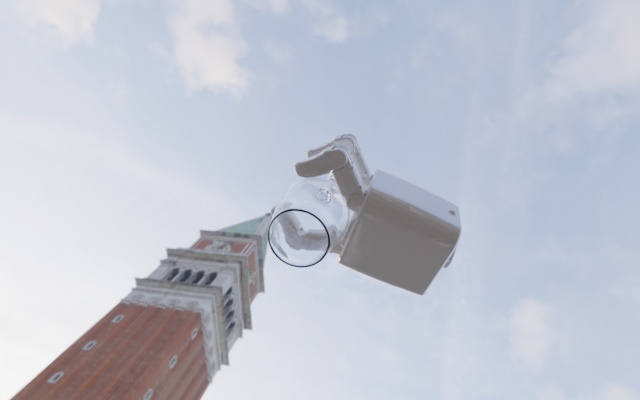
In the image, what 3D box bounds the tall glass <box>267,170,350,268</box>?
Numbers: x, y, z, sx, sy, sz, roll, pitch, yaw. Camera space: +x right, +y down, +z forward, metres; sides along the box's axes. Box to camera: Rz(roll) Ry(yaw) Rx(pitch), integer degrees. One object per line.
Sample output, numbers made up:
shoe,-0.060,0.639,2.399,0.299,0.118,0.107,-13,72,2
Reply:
tall glass,0.000,0.002,0.543,0.079,0.079,0.201,0,21,14
